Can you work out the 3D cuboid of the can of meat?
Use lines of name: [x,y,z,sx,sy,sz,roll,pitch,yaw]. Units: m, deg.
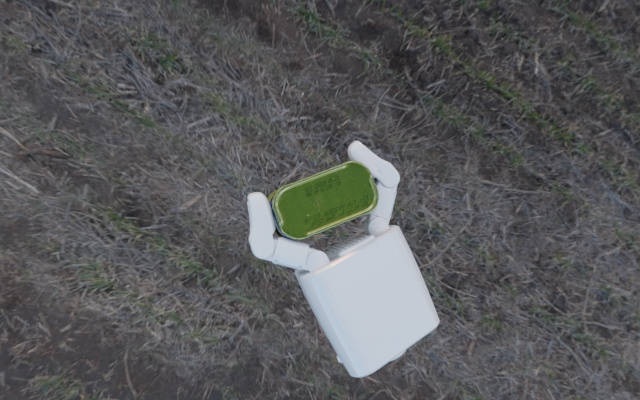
can of meat: [0.000,0.001,0.468,0.102,0.057,0.084,-22,1,-8]
